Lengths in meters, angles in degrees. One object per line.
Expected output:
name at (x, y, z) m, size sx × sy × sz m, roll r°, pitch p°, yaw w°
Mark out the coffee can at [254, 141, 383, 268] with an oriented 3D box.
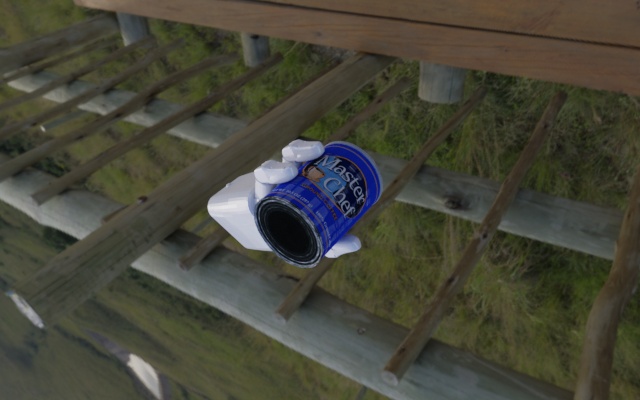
coffee can at (0.000, 0.002, 0.603) m, size 0.103 × 0.103 × 0.140 m, roll 0°, pitch 32°, yaw 43°
